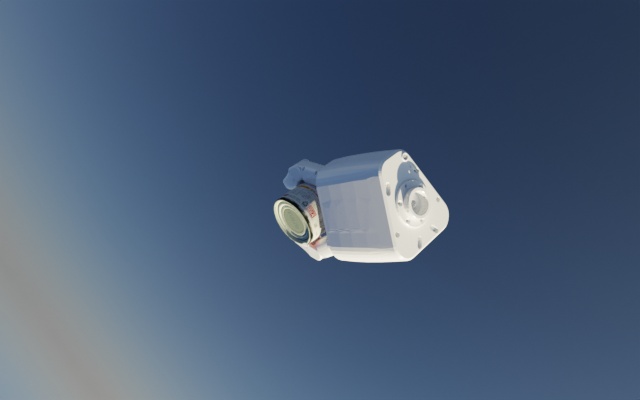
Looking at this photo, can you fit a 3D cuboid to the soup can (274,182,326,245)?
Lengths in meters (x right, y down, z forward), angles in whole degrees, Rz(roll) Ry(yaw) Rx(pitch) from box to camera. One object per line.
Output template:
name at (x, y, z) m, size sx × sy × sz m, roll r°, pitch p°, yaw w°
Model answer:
soup can at (0.000, 0.002, 0.606) m, size 0.102 × 0.068 × 0.068 m, roll -35°, pitch 20°, yaw -32°
